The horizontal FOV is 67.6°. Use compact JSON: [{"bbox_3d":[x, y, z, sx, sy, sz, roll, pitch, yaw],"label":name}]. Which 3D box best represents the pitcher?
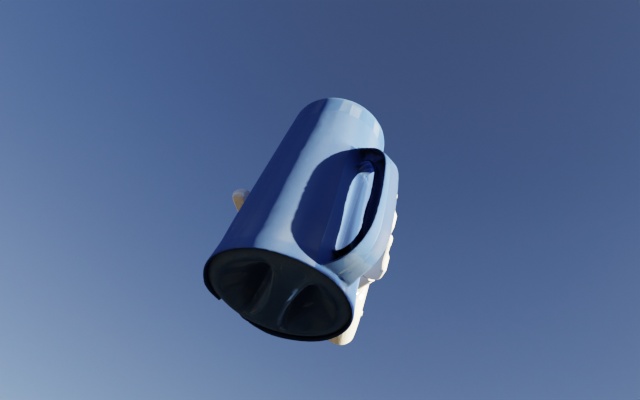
[{"bbox_3d":[0.000,0.002,0.473,0.149,0.242,0.145,12,-43,10],"label":"pitcher"}]
